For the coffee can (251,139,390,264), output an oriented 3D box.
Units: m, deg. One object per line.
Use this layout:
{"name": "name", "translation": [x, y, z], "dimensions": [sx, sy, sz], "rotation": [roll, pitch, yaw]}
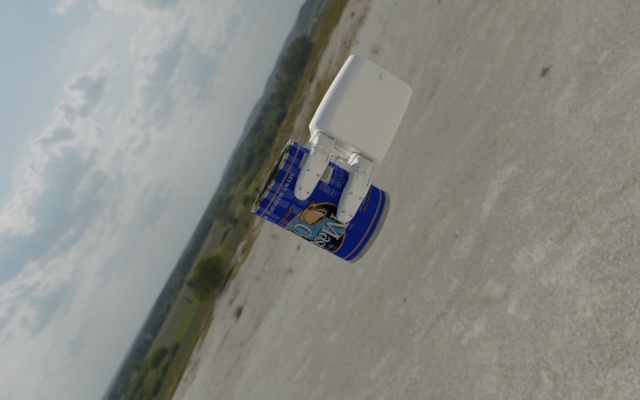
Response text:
{"name": "coffee can", "translation": [0.000, 0.002, 0.594], "dimensions": [0.140, 0.103, 0.103], "rotation": [28, -6, -11]}
